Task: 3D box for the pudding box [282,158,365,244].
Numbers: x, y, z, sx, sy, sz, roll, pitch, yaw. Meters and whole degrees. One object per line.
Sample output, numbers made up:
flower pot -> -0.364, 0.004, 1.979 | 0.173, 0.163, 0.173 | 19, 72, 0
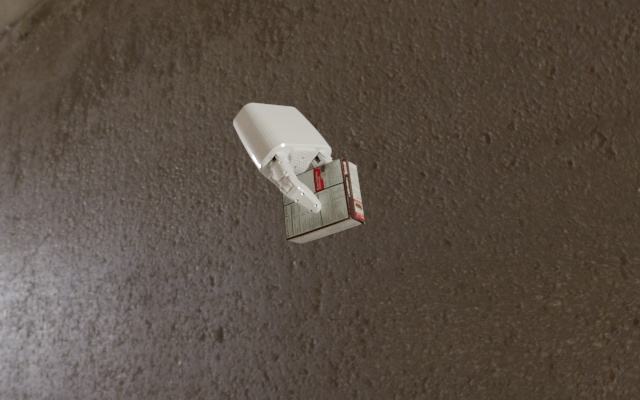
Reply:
pudding box -> 0.000, 0.002, 0.653 | 0.113, 0.090, 0.039 | -21, -23, 34
